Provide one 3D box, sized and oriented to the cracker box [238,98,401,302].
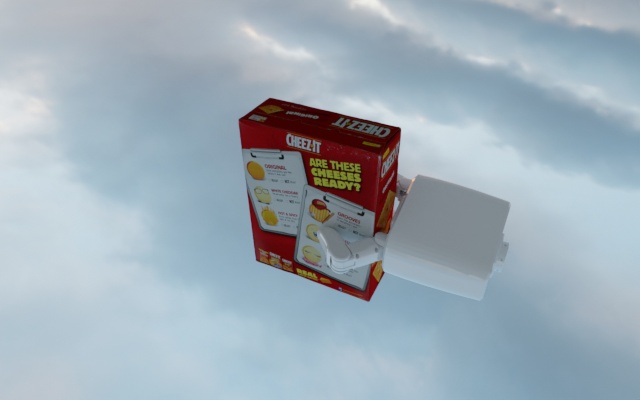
[{"bbox_3d":[0.000,0.002,0.560,0.164,0.214,0.072,17,41,21],"label":"cracker box"}]
